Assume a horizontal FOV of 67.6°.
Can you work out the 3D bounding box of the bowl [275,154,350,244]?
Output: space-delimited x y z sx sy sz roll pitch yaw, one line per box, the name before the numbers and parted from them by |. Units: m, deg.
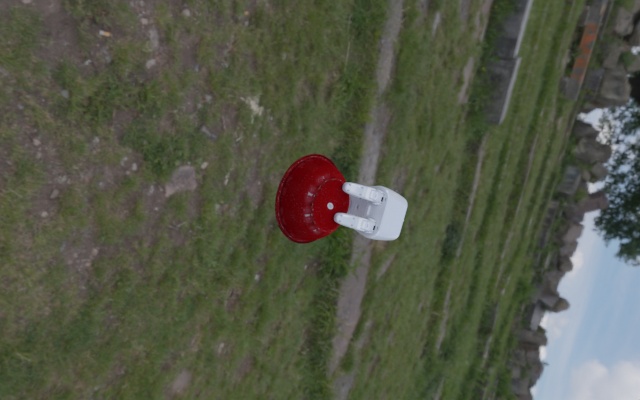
bowl | -0.001 0.003 0.824 0.162 0.162 0.055 0 11 -45
